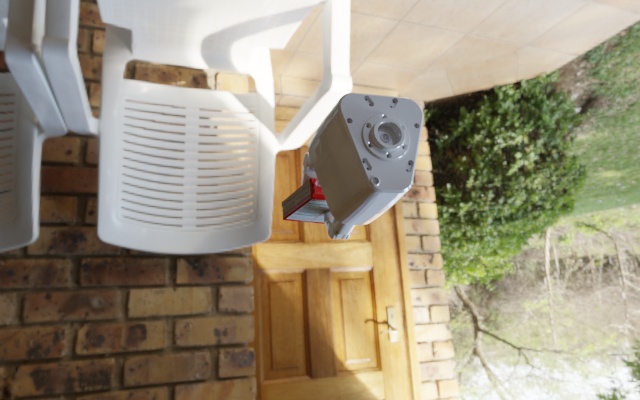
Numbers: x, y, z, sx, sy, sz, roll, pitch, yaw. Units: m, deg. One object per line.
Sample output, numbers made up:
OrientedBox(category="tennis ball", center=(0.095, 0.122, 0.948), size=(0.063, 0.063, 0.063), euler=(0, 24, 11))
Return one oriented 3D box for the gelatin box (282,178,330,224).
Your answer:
OrientedBox(category="gelatin box", center=(0.000, 0.003, 0.627), size=(0.073, 0.030, 0.089), euler=(6, -24, -28))
